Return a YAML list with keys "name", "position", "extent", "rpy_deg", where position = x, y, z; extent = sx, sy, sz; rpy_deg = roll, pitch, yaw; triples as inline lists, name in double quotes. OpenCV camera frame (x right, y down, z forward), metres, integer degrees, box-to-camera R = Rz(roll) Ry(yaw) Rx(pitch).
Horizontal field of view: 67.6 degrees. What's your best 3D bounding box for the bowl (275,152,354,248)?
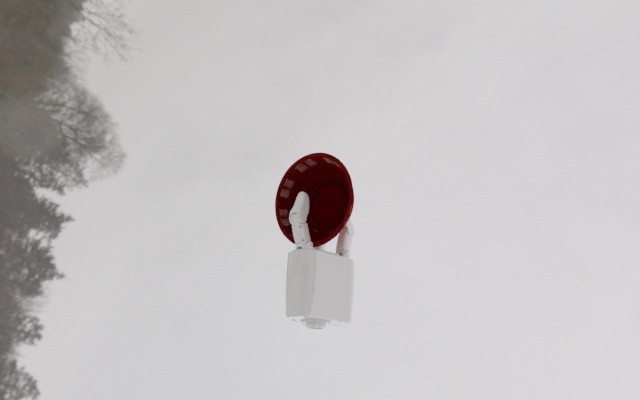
- name: "bowl"
  position: [0.001, 0.001, 0.814]
  extent: [0.162, 0.162, 0.055]
  rpy_deg: [0, -9, 36]
